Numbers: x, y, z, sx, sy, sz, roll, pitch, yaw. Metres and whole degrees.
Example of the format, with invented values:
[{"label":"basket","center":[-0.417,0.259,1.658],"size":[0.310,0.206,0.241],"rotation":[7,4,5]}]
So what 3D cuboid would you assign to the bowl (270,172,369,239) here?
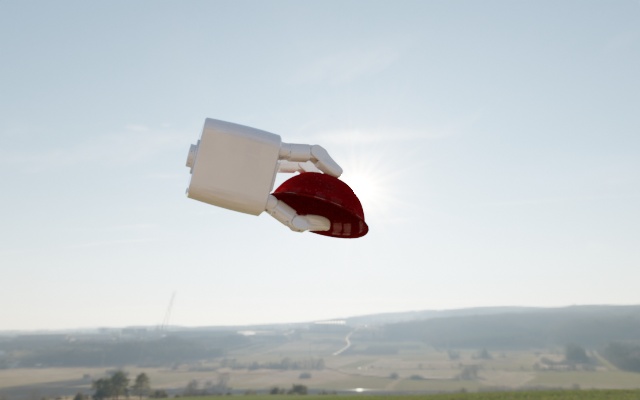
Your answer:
[{"label":"bowl","center":[0.001,0.003,0.713],"size":[0.162,0.055,0.162],"rotation":[15,-21,6]}]
